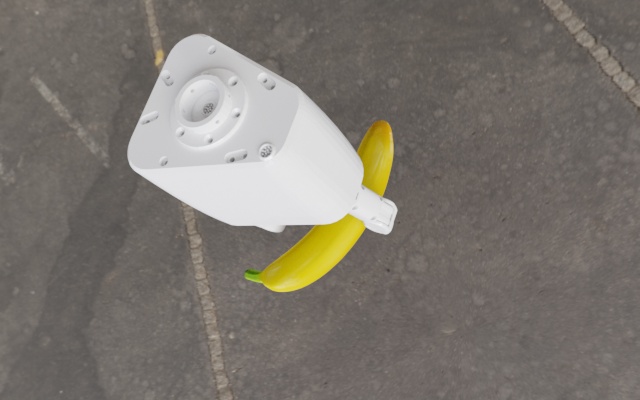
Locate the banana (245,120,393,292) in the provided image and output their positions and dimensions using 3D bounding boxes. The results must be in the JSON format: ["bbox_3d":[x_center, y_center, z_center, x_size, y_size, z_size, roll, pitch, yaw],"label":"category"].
[{"bbox_3d":[0.009,0.015,0.427,0.069,0.198,0.037,44,3,31],"label":"banana"}]
